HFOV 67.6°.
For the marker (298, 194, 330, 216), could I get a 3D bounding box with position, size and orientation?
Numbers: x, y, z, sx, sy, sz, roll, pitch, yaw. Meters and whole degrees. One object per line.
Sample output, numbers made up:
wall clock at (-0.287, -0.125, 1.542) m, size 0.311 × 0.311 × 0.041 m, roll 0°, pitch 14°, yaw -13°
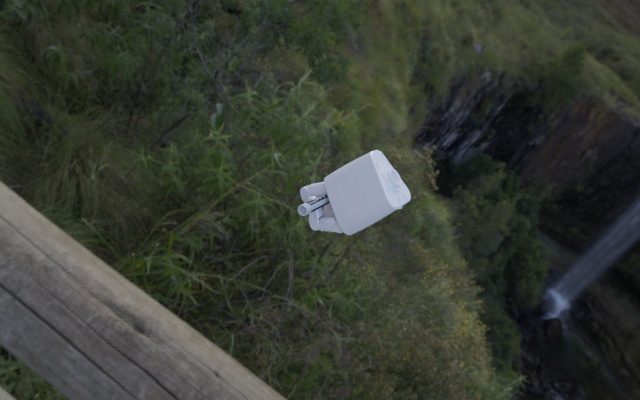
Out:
marker at (0.000, 0.003, 0.827) m, size 0.020 × 0.020 × 0.121 m, roll 0°, pitch 13°, yaw 30°
